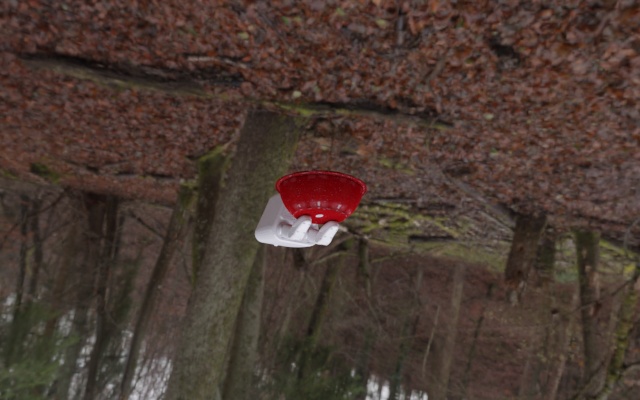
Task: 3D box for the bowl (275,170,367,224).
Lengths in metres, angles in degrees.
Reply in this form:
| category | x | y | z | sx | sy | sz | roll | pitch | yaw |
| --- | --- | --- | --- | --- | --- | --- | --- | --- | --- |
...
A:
| category | x | y | z | sx | sy | sz | roll | pitch | yaw |
| --- | --- | --- | --- | --- | --- | --- | --- | --- | --- |
| bowl | 0.000 | 0.003 | 0.828 | 0.162 | 0.055 | 0.162 | 2 | -20 | 1 |
